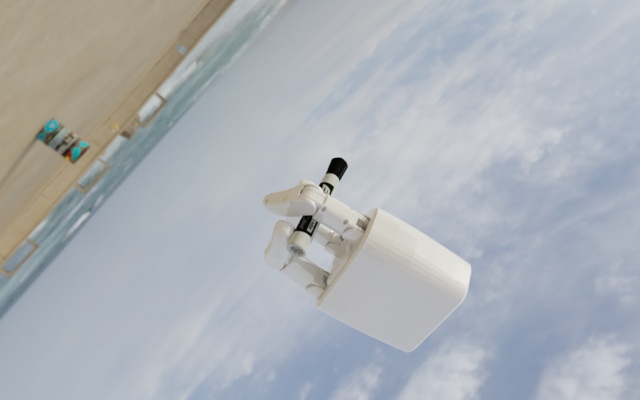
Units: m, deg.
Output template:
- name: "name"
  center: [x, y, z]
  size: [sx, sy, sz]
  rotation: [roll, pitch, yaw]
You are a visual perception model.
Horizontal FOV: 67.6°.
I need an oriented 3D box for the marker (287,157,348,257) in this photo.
- name: "marker"
  center: [0.000, 0.001, 0.451]
  size: [0.020, 0.121, 0.020]
  rotation: [16, -40, 13]
